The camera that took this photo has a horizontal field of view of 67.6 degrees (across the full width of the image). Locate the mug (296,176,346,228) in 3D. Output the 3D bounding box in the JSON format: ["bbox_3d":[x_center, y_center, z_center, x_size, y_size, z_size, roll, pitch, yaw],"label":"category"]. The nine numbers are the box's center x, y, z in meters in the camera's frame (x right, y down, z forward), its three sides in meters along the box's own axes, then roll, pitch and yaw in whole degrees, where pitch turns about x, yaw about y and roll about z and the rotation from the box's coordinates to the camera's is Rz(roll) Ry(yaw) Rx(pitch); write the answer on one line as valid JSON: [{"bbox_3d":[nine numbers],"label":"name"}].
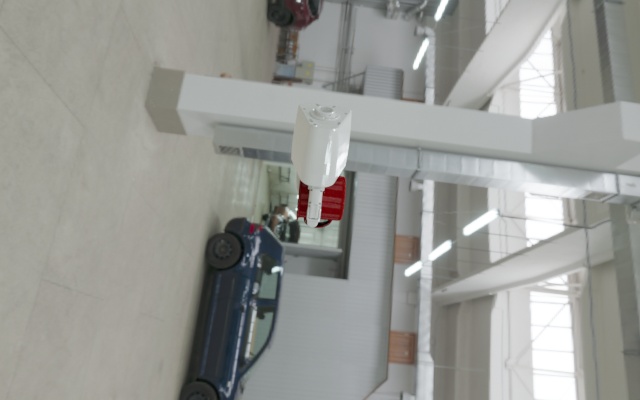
[{"bbox_3d":[0.000,0.004,0.869,0.081,0.117,0.093,6,34,-2],"label":"mug"}]
